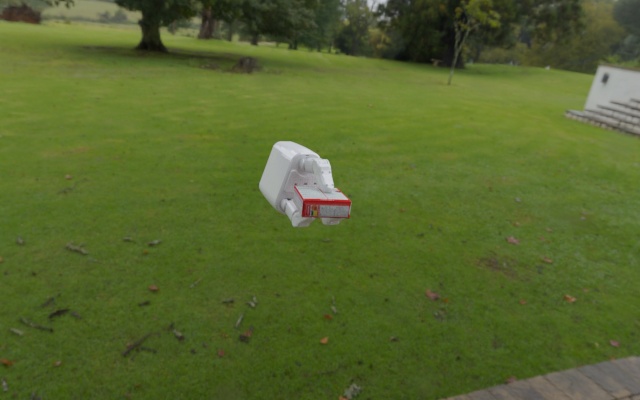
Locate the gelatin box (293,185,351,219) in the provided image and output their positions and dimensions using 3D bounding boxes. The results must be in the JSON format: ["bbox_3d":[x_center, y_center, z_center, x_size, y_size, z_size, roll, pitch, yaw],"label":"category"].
[{"bbox_3d":[0.000,0.002,0.735,0.073,0.030,0.089,2,14,-13],"label":"gelatin box"}]
